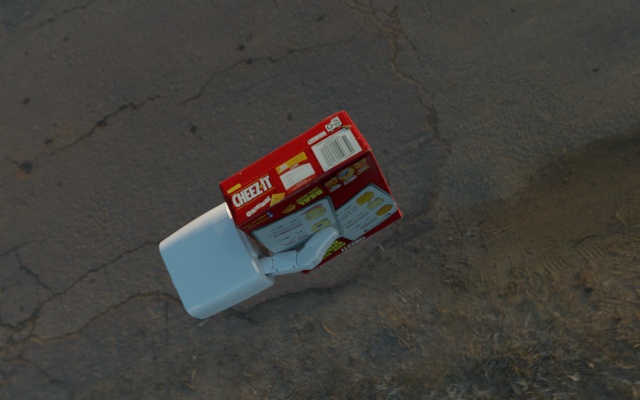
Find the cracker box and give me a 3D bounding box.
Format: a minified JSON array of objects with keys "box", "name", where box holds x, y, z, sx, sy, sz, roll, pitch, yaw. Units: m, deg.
[{"box":[0.000,0.002,0.596,0.164,0.072,0.214,-31,-27,5],"name":"cracker box"}]
